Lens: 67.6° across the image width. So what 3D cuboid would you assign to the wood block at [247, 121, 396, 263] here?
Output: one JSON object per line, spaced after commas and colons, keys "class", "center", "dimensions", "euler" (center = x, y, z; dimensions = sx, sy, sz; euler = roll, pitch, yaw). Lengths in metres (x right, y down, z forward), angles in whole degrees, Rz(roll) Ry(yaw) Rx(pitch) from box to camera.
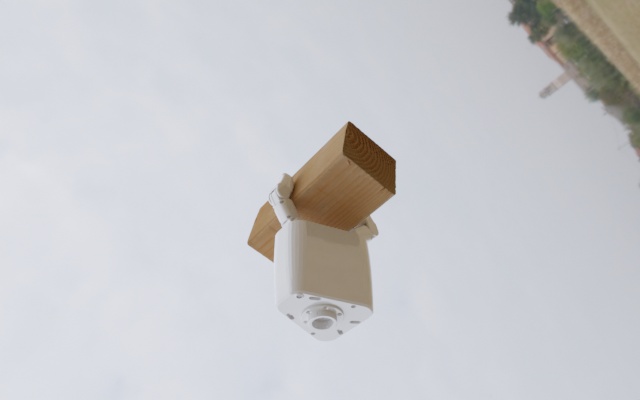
{"class": "wood block", "center": [0.000, 0.002, 0.662], "dimensions": [0.206, 0.091, 0.090], "euler": [-42, 20, 31]}
